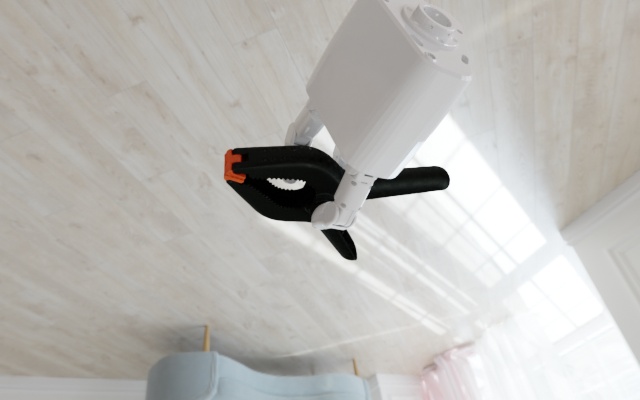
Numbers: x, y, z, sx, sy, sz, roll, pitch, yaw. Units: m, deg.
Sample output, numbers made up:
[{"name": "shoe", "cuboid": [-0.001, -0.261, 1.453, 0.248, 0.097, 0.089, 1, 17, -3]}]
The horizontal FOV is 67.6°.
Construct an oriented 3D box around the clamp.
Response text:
[{"name": "clamp", "cuboid": [0.000, 0.002, 0.473, 0.210, 0.036, 0.165, 12, -42, -24]}]
